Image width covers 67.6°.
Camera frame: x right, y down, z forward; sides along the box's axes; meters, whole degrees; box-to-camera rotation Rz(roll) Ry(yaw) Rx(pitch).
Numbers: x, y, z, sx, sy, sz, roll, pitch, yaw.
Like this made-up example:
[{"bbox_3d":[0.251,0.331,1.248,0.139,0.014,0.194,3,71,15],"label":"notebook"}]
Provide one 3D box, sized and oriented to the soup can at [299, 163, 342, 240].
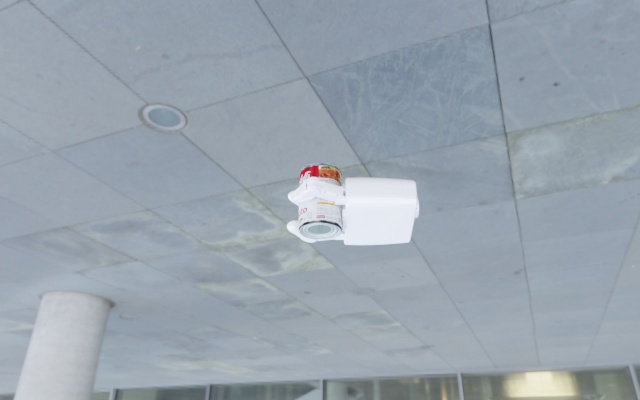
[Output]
[{"bbox_3d":[0.000,0.003,0.745,0.068,0.102,0.068,0,-27,0],"label":"soup can"}]
